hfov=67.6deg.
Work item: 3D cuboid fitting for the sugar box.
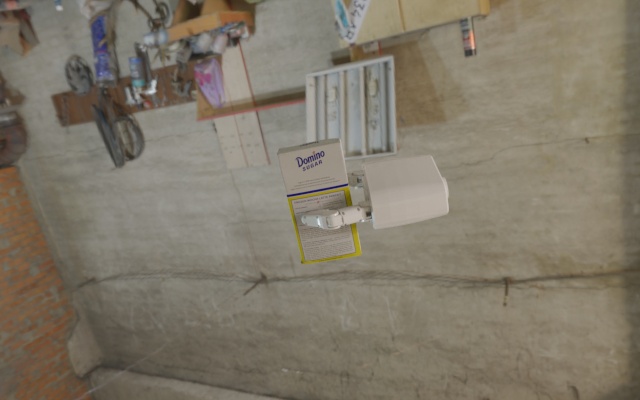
[{"bbox_3d":[0.000,0.002,0.703,0.093,0.176,0.048,-10,16,3],"label":"sugar box"}]
